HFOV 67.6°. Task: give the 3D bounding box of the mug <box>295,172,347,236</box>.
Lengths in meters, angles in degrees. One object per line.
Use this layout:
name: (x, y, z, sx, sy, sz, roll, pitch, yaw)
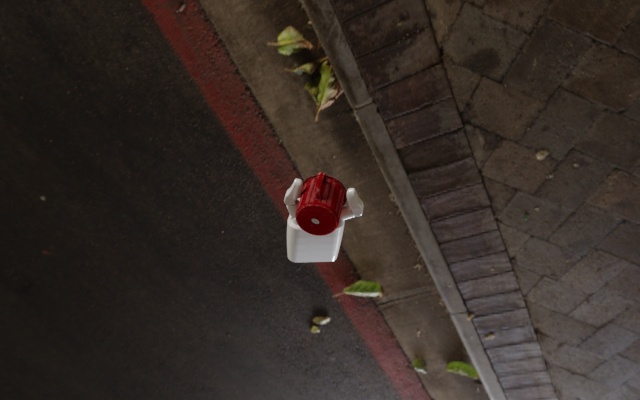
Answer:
mug: (0.000, 0.002, 0.891, 0.093, 0.117, 0.081, 9, 41, 6)
